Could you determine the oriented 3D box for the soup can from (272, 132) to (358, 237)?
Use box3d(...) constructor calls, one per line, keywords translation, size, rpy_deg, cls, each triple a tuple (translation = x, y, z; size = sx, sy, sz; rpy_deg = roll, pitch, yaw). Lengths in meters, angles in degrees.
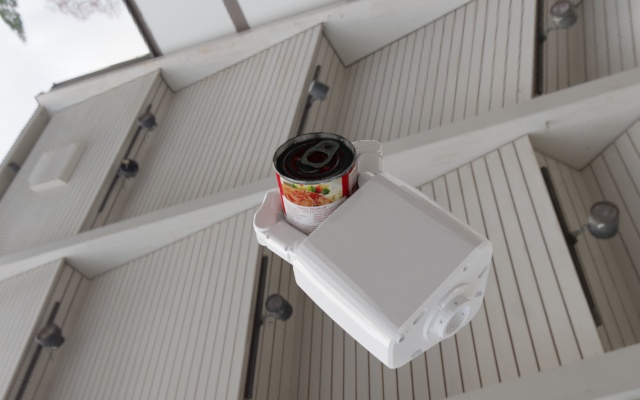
box3d(translation=(0.000, 0.001, 0.417), size=(0.068, 0.102, 0.068), rpy_deg=(-4, 41, 4), cls="soup can")
